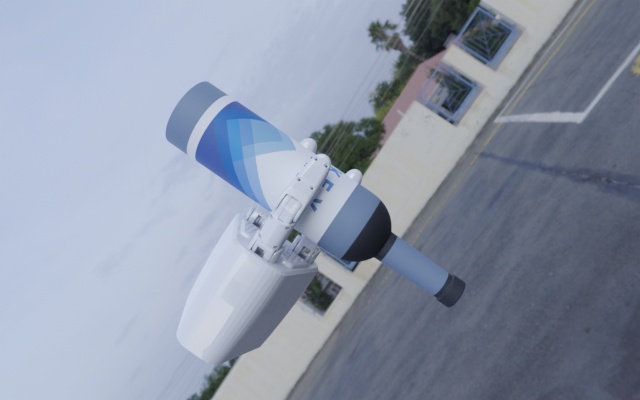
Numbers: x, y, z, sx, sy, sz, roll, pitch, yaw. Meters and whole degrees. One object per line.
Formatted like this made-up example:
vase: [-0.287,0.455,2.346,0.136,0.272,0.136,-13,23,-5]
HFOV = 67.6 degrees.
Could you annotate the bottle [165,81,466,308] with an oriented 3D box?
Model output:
bottle: [0.000,0.001,0.433,0.295,0.069,0.069,34,2,3]
